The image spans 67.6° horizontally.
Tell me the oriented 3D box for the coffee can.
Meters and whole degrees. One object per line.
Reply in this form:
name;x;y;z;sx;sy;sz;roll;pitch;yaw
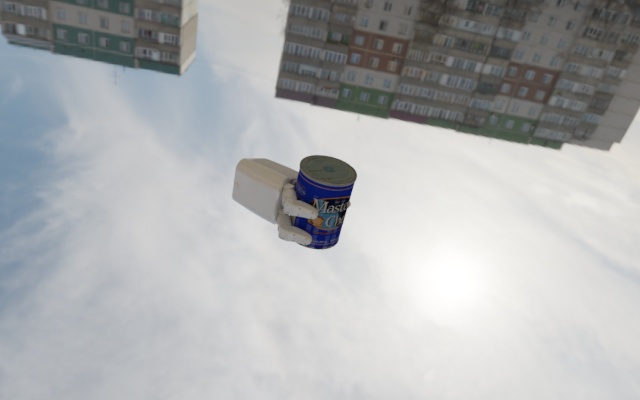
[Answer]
coffee can;0.000;0.003;0.865;0.103;0.140;0.102;10;30;-6
